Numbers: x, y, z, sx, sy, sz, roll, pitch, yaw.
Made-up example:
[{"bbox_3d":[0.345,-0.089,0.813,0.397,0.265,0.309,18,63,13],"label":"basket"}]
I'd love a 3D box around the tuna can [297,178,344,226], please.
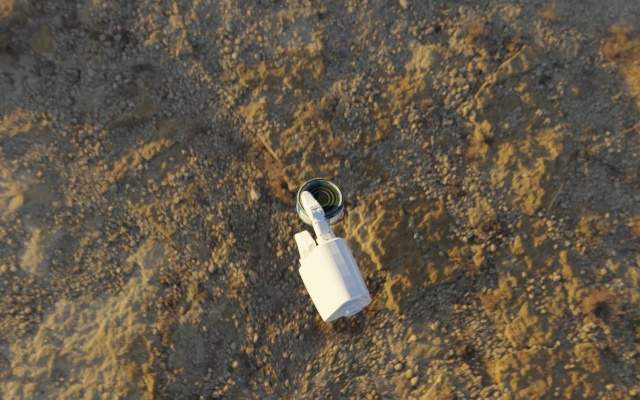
[{"bbox_3d":[0.000,0.002,0.858,0.086,0.086,0.034,0,-29,-2],"label":"tuna can"}]
